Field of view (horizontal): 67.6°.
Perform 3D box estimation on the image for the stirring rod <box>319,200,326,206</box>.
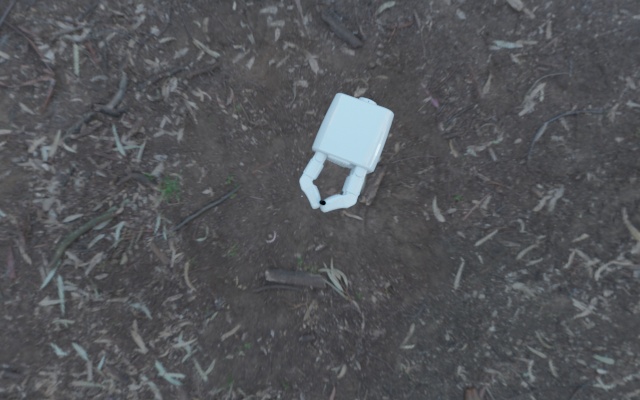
[{"bbox_3d":[0.000,0.003,0.851,0.011,0.011,0.239,0,1,-2],"label":"stirring rod"}]
